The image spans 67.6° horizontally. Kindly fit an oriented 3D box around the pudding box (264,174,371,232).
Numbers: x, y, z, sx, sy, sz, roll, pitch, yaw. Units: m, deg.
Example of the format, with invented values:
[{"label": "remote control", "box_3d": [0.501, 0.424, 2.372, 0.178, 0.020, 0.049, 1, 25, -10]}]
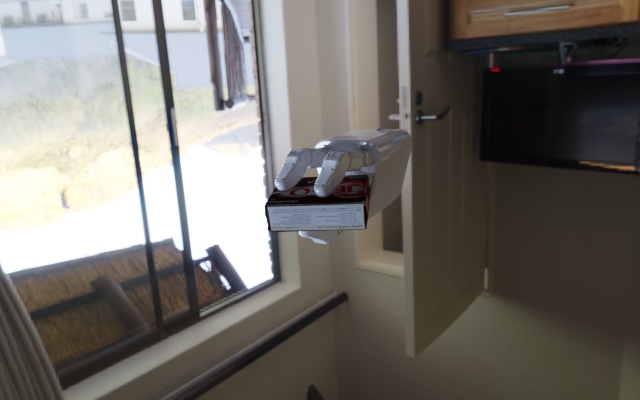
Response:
[{"label": "pudding box", "box_3d": [0.000, 0.002, 0.553, 0.113, 0.039, 0.090, -4, 20, 9]}]
